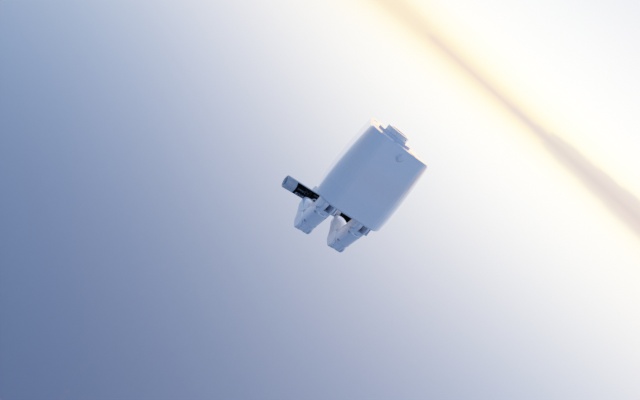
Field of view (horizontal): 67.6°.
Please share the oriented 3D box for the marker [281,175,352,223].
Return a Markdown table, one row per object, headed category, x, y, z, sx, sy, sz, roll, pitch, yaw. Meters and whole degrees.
| category | x | y | z | sx | sy | sz | roll | pitch | yaw |
| --- | --- | --- | --- | --- | --- | --- | --- | --- | --- |
| marker | 0.000 | 0.002 | 0.667 | 0.121 | 0.020 | 0.020 | 31 | -13 | -22 |
